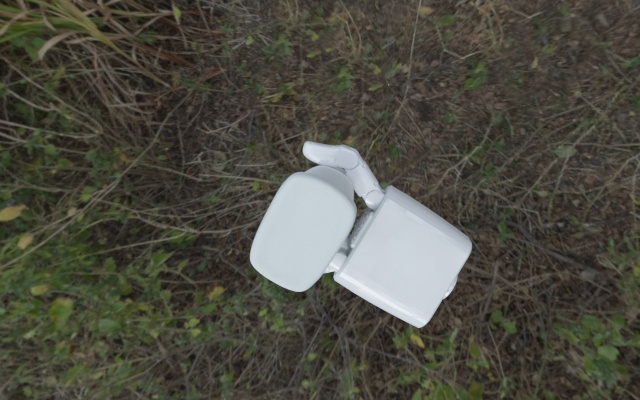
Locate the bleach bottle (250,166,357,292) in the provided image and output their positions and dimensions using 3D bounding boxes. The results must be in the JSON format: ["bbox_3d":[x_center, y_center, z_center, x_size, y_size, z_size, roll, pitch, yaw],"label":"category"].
[{"bbox_3d":[0.000,0.002,0.506,0.068,0.102,0.250,30,16,0],"label":"bleach bottle"}]
